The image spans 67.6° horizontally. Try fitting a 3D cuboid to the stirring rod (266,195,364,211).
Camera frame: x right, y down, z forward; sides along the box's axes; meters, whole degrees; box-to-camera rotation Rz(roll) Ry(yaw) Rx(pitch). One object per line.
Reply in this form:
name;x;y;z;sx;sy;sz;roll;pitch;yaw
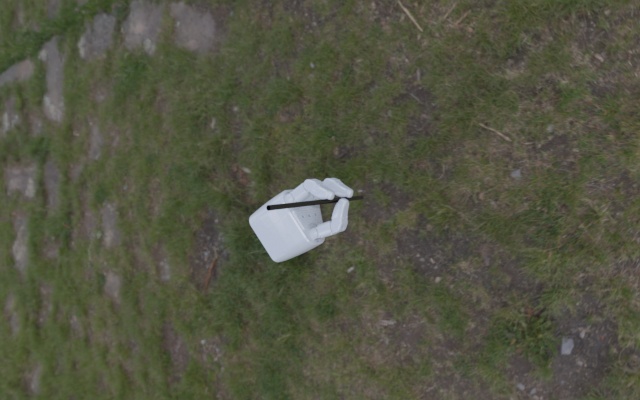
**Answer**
stirring rod;0.000;0.003;0.783;0.011;0.011;0.239;0;4;39
